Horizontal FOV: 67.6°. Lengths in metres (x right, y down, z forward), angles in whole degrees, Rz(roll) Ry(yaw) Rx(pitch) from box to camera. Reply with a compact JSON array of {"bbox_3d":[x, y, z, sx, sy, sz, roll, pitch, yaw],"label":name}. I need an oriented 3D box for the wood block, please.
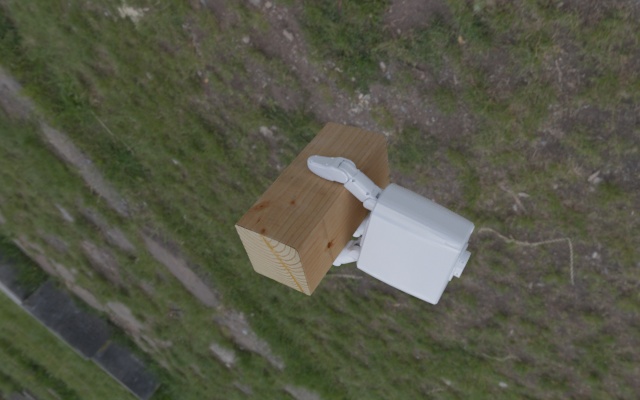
[{"bbox_3d":[0.000,0.002,0.605,0.090,0.091,0.206,19,52,28],"label":"wood block"}]
